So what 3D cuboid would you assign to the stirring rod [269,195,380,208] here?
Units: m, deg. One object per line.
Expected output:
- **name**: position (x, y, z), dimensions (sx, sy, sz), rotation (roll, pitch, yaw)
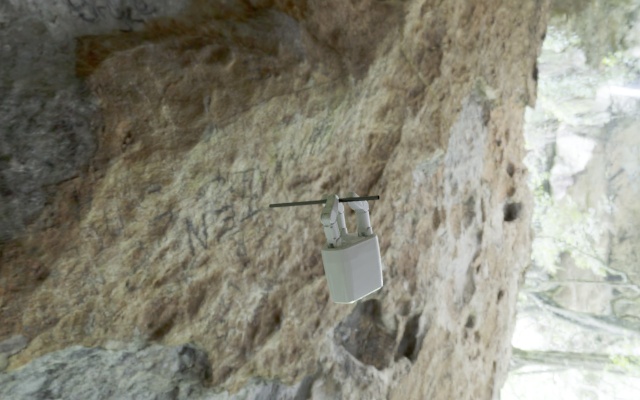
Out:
- **stirring rod**: position (0.000, 0.003, 0.898), dimensions (0.239, 0.011, 0.011), rotation (-5, -3, 32)
